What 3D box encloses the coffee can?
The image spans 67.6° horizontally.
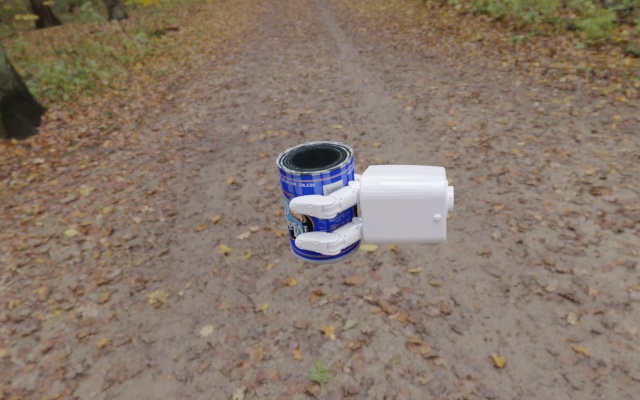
[{"bbox_3d":[0.000,0.002,0.661,0.103,0.140,0.102,-6,29,3],"label":"coffee can"}]
